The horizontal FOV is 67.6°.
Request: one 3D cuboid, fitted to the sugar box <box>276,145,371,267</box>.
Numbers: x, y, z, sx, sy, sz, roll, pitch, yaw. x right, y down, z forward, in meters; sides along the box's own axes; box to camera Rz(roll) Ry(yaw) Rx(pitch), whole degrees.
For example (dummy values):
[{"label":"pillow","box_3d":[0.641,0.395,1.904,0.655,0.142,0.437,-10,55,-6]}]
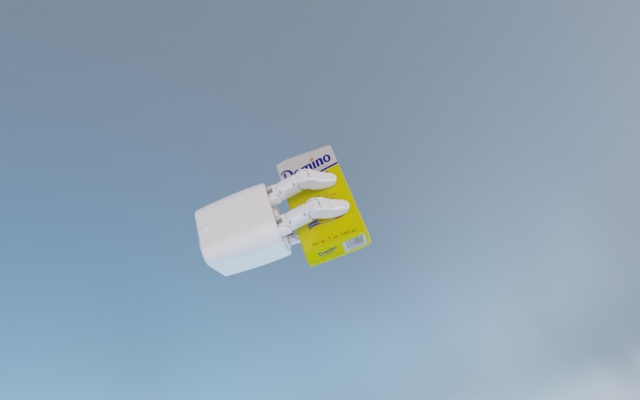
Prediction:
[{"label":"sugar box","box_3d":[0.000,0.002,0.700,0.093,0.176,0.048,-20,-36,-2]}]
